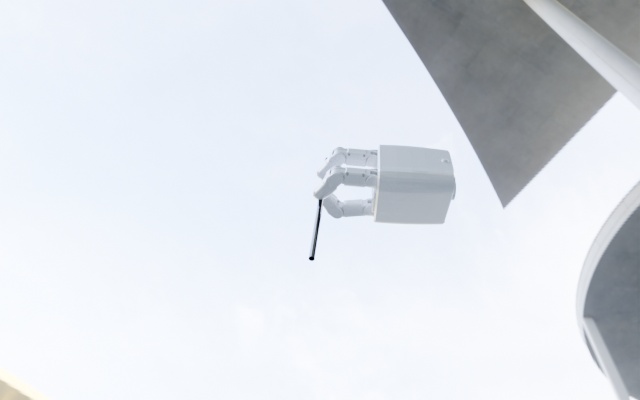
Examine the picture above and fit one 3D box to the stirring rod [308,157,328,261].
[{"bbox_3d":[0.000,0.002,0.686,0.011,0.011,0.239,0,35,6],"label":"stirring rod"}]
